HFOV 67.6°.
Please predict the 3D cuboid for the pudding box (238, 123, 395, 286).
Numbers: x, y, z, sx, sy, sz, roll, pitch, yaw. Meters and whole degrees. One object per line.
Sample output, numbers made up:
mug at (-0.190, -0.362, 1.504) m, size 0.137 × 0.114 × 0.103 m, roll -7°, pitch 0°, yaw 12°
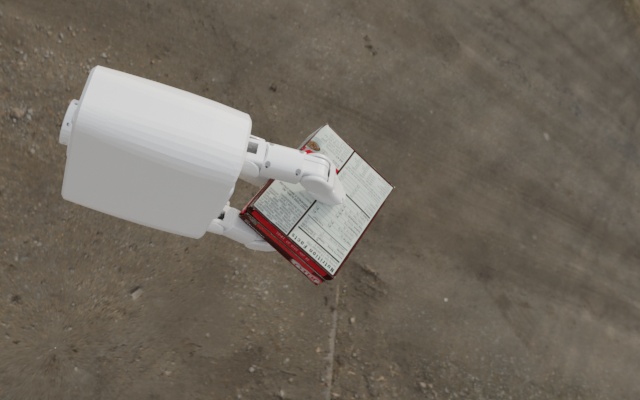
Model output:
pudding box at (0.000, 0.001, 0.409) m, size 0.090 × 0.113 × 0.039 m, roll 43°, pitch -29°, yaw -8°
